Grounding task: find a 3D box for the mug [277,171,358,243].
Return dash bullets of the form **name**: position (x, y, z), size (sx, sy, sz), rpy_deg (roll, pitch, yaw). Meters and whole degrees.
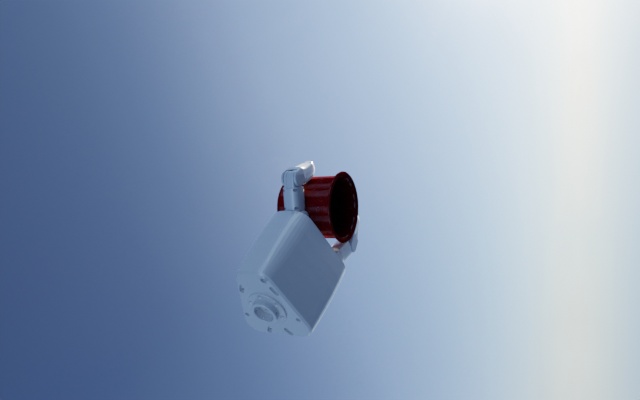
- **mug**: position (0.000, 0.001, 0.646), size (0.081, 0.093, 0.117), rpy_deg (-1, 35, 27)
